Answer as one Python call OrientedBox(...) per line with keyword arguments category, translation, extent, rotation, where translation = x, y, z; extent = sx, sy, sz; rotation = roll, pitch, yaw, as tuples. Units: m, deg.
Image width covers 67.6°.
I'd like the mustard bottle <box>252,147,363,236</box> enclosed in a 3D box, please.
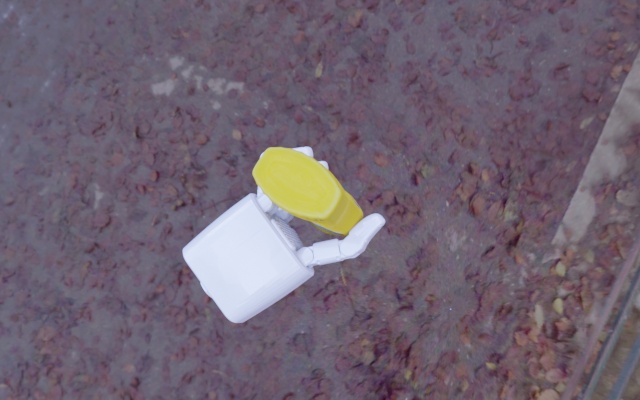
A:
OrientedBox(category="mustard bottle", translation=(0.000, 0.001, 0.541), extent=(0.096, 0.058, 0.192), rotation=(30, -3, 19))
